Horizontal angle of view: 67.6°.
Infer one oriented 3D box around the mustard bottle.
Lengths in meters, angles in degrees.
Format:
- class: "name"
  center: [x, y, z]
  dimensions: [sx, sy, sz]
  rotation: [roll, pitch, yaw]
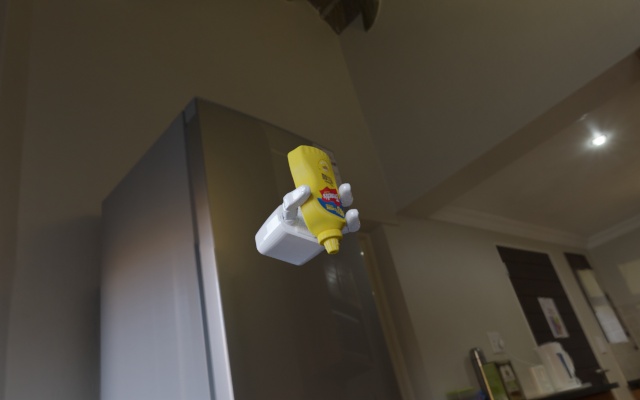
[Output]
- class: "mustard bottle"
  center: [0.000, 0.002, 0.824]
  dimensions: [0.058, 0.191, 0.096]
  rotation: [-28, -30, 25]
